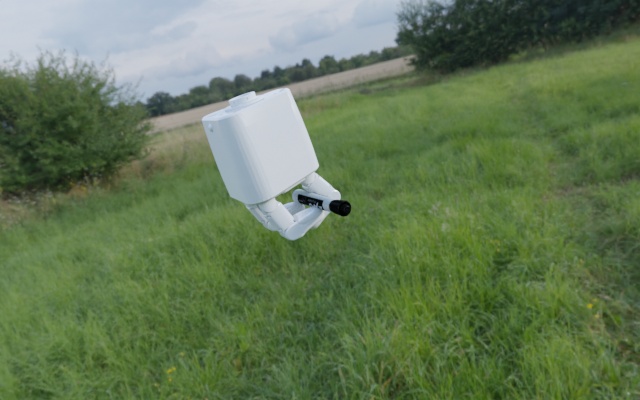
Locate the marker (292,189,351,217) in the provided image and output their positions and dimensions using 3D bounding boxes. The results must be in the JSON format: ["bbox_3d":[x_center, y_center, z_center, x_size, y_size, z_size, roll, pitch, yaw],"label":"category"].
[{"bbox_3d":[0.000,0.002,0.595,0.020,0.020,0.121,0,8,-31],"label":"marker"}]
